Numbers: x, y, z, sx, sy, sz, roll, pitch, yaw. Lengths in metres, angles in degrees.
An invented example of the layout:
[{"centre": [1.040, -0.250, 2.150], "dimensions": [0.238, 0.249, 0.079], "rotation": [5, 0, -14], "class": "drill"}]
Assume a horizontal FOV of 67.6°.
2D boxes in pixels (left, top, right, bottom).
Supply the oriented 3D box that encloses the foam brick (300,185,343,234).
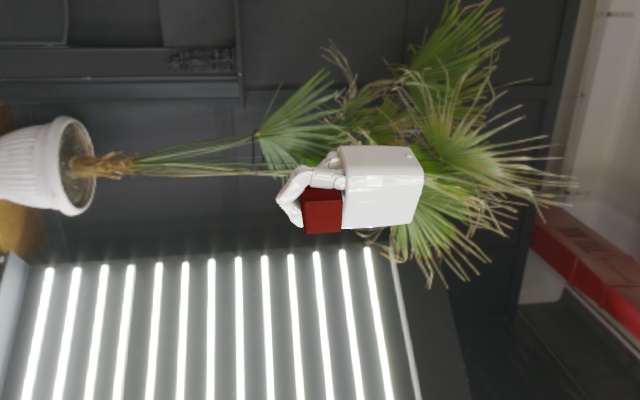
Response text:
[{"centre": [0.000, 0.002, 0.650], "dimensions": [0.051, 0.053, 0.078], "rotation": [-1, 32, -6], "class": "foam brick"}]
